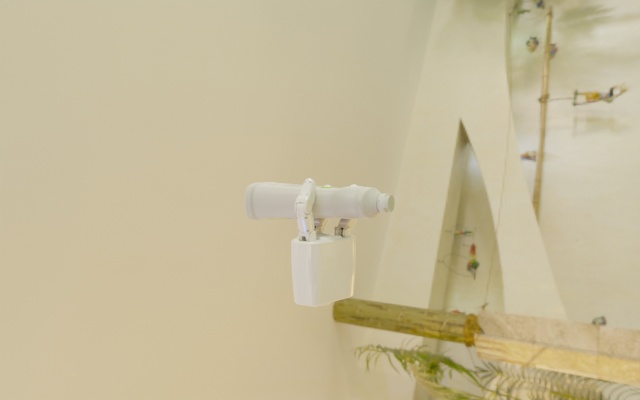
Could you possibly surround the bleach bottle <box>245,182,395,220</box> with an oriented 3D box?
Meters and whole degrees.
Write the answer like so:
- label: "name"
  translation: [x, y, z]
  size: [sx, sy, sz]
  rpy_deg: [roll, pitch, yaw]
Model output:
- label: "bleach bottle"
  translation: [0.000, 0.003, 0.813]
  size: [0.251, 0.068, 0.102]
  rpy_deg: [1, 5, 30]
